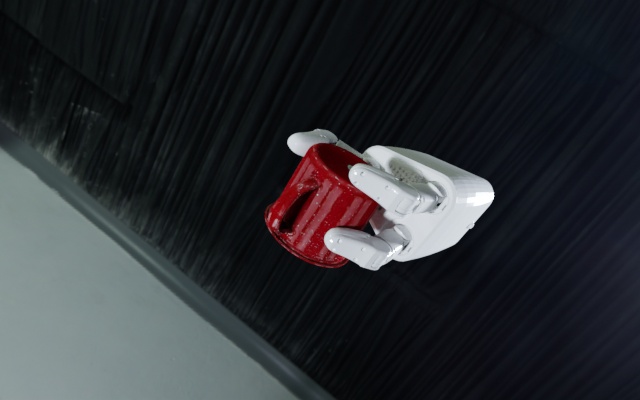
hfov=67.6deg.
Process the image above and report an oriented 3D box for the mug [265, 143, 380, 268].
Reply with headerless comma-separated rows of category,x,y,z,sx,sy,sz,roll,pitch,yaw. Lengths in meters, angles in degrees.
mug,-0.001,0.001,0.432,0.117,0.081,0.093,-4,44,-51
